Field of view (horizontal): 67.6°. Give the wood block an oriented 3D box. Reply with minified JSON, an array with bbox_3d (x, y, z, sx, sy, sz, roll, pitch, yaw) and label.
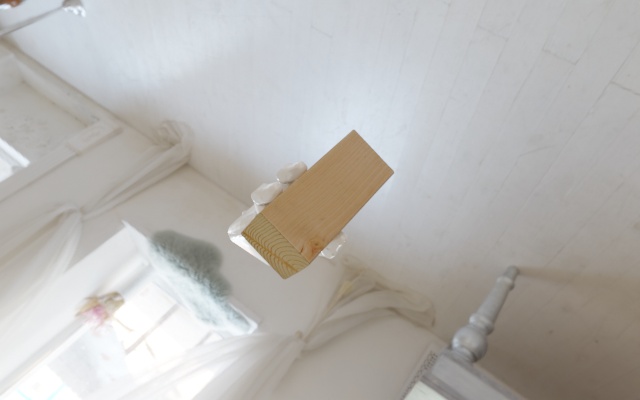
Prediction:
[{"bbox_3d":[0.000,0.003,0.673,0.206,0.091,0.090,-45,2,-34],"label":"wood block"}]
